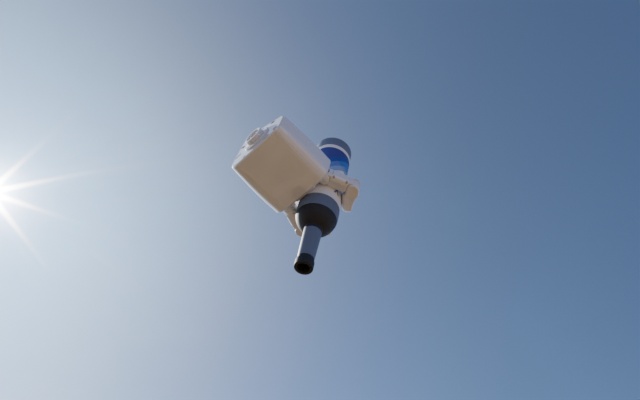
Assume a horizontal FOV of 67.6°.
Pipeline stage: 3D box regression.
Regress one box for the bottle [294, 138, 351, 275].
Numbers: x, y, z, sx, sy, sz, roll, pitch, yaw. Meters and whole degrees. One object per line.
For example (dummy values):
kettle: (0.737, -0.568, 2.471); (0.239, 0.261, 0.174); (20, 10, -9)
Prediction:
bottle: (0.000, 0.002, 0.767); (0.069, 0.069, 0.295); (0, 38, 12)
